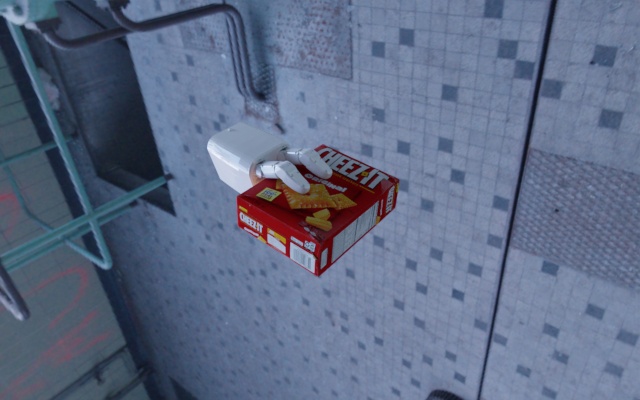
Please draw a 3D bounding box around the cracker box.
[{"bbox_3d":[0.000,0.003,0.757,0.164,0.072,0.213,28,44,27],"label":"cracker box"}]
